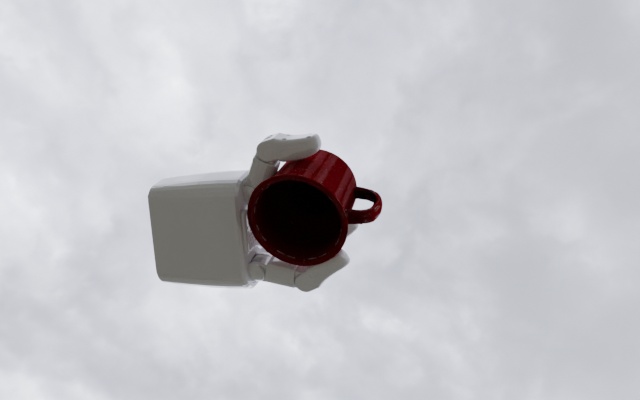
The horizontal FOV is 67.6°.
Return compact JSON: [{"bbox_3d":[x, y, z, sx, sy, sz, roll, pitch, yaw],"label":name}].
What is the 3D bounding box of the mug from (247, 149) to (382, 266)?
[{"bbox_3d":[0.002,0.001,0.451,0.117,0.093,0.081,0,27,16],"label":"mug"}]
